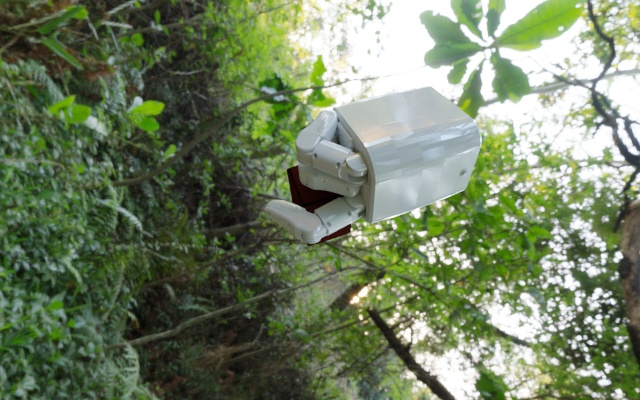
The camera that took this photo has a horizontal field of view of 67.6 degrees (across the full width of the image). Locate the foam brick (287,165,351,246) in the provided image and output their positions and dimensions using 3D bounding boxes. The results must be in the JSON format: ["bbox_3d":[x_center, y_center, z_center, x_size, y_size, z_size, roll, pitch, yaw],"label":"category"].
[{"bbox_3d":[0.000,0.002,0.496,0.051,0.053,0.078,-18,-33,-9],"label":"foam brick"}]
